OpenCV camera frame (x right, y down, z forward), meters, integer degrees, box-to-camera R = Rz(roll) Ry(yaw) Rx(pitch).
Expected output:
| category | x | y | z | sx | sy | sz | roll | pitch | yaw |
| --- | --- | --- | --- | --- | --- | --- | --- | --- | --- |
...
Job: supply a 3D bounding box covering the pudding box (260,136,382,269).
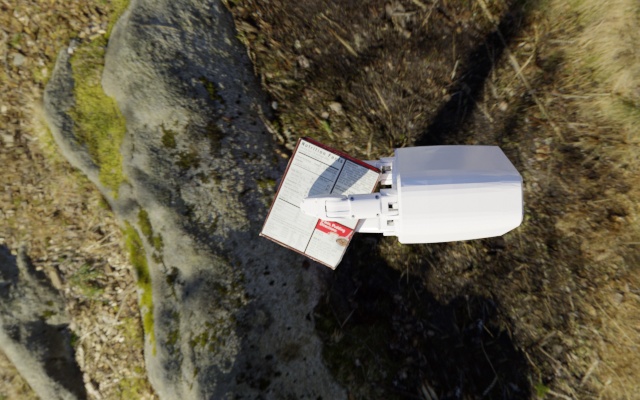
| category | x | y | z | sx | sy | sz | roll | pitch | yaw |
| --- | --- | --- | --- | --- | --- | --- | --- | --- | --- |
| pudding box | 0.000 | 0.002 | 0.492 | 0.090 | 0.113 | 0.039 | 25 | 9 | 4 |
